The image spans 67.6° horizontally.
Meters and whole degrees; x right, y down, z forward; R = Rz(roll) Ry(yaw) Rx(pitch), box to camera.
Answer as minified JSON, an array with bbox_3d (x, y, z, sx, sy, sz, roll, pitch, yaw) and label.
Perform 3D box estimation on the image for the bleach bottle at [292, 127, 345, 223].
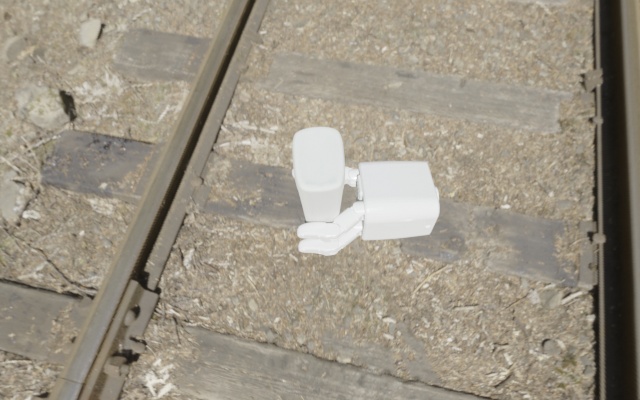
[{"bbox_3d":[0.000,0.002,0.723,0.068,0.102,0.251,-4,-27,-1],"label":"bleach bottle"}]
